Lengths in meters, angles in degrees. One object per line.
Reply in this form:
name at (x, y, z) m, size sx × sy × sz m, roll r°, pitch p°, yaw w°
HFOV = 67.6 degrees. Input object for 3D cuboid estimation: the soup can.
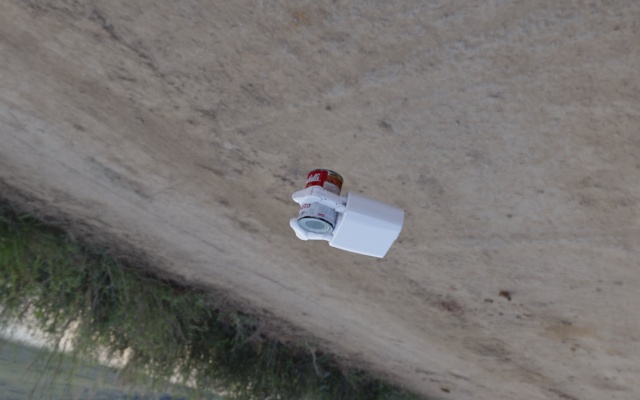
soup can at (0.000, 0.003, 0.866) m, size 0.068 × 0.102 × 0.068 m, roll 10°, pitch -28°, yaw 5°
